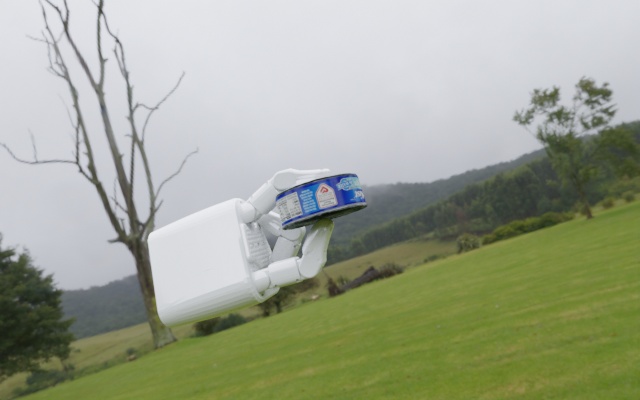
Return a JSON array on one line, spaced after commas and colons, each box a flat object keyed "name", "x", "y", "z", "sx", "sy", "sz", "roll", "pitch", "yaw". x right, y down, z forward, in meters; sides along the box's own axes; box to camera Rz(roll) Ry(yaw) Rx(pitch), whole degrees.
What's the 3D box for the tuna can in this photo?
[{"name": "tuna can", "x": 0.000, "y": 0.001, "z": 0.466, "sx": 0.086, "sy": 0.033, "sz": 0.086, "roll": -16, "pitch": -7, "yaw": -2}]
